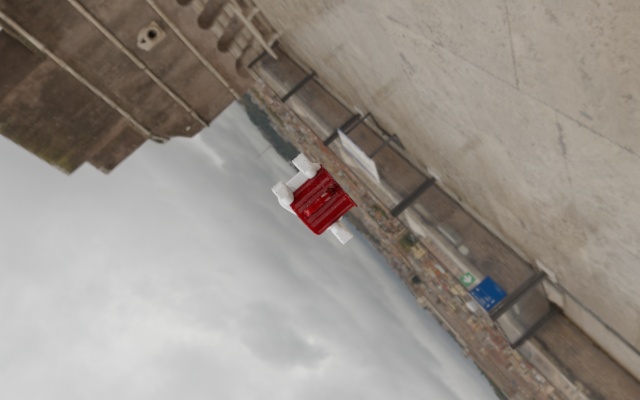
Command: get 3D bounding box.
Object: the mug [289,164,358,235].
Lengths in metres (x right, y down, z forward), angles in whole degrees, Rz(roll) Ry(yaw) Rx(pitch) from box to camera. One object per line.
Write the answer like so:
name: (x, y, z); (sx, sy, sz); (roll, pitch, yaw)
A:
mug: (0.000, 0.003, 0.762); (0.081, 0.093, 0.117); (-41, 2, 2)
